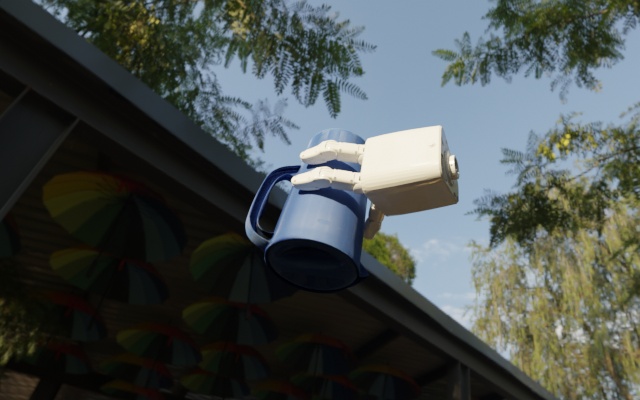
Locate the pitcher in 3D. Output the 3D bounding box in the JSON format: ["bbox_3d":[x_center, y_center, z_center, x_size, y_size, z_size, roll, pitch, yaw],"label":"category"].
[{"bbox_3d":[0.000,0.002,0.718,0.145,0.242,0.149,-9,-45,25],"label":"pitcher"}]
